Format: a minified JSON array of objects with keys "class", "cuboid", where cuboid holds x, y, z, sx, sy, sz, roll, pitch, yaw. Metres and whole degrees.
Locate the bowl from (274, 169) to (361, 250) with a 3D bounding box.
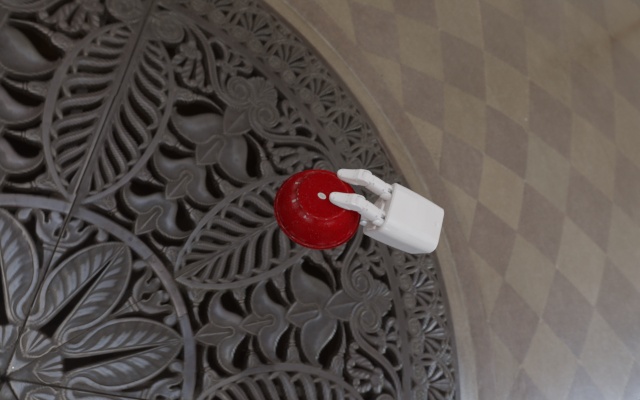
[{"class":"bowl","cuboid":[-0.001,0.002,0.844,0.162,0.162,0.055,0,-27,-11]}]
